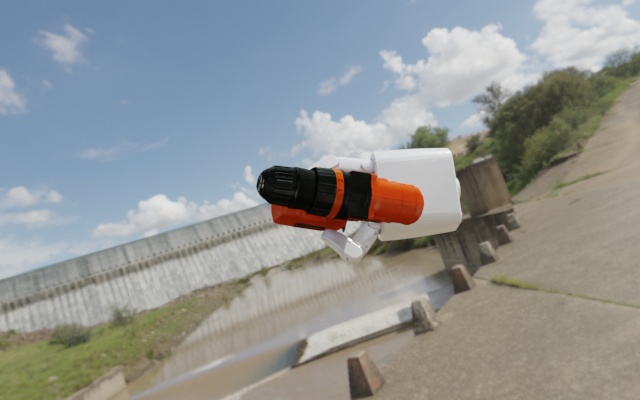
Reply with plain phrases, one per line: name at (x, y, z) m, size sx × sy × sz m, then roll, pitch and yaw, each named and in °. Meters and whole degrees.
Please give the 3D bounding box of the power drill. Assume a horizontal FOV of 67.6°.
power drill at (0.000, 0.002, 0.564) m, size 0.184 × 0.057 × 0.187 m, roll 10°, pitch -7°, yaw -19°
